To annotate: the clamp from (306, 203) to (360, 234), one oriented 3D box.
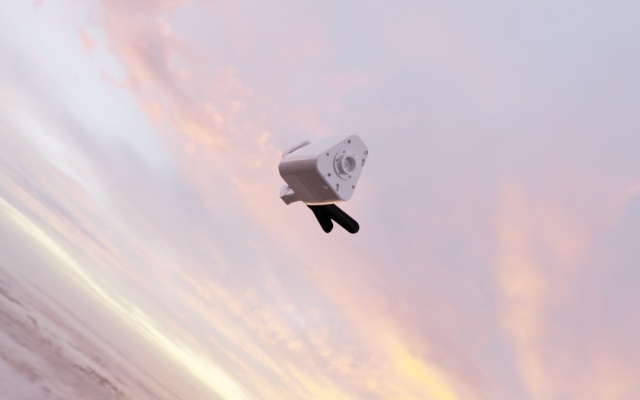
[{"bbox_3d":[0.000,0.002,0.882,0.120,0.039,0.171,-1,-45,54],"label":"clamp"}]
